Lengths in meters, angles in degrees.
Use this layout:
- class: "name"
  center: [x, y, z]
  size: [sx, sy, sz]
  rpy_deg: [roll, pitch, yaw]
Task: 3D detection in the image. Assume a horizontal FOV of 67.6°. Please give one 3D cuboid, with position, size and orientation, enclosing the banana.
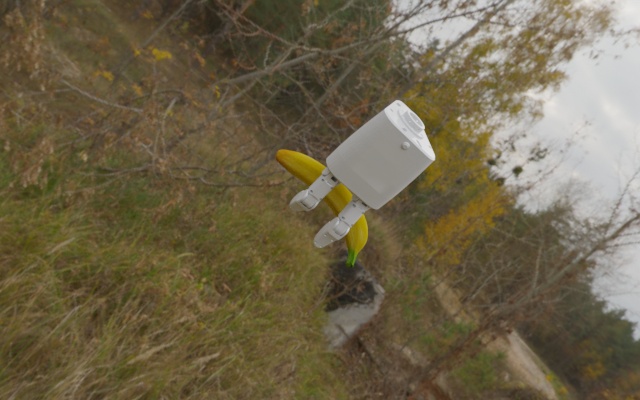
- class: "banana"
  center: [0.013, -0.002, 0.697]
  size: [0.069, 0.198, 0.037]
  rpy_deg: [-34, -2, -43]
